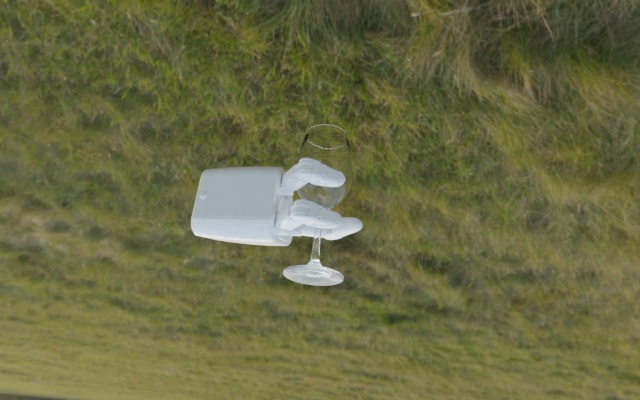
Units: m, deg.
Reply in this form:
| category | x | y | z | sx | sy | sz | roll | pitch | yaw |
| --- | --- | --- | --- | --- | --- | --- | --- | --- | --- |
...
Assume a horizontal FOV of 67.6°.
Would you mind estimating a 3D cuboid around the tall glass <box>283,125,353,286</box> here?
| category | x | y | z | sx | sy | sz | roll | pitch | yaw |
| --- | --- | --- | --- | --- | --- | --- | --- | --- | --- |
| tall glass | 0.000 | 0.003 | 0.615 | 0.079 | 0.201 | 0.079 | 5 | -25 | 2 |
